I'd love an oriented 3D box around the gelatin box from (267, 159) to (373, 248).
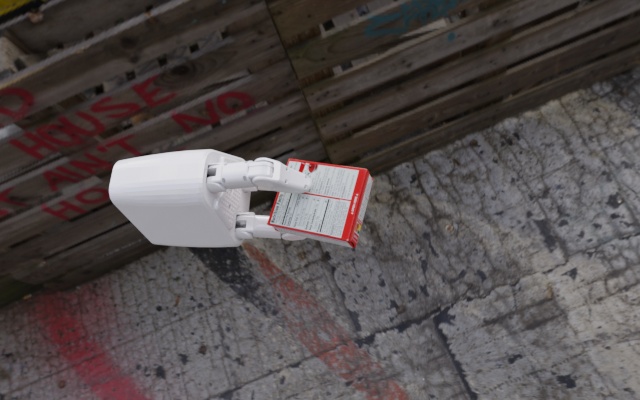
[{"bbox_3d":[0.000,0.001,0.471,0.089,0.073,0.030,9,-16,23],"label":"gelatin box"}]
